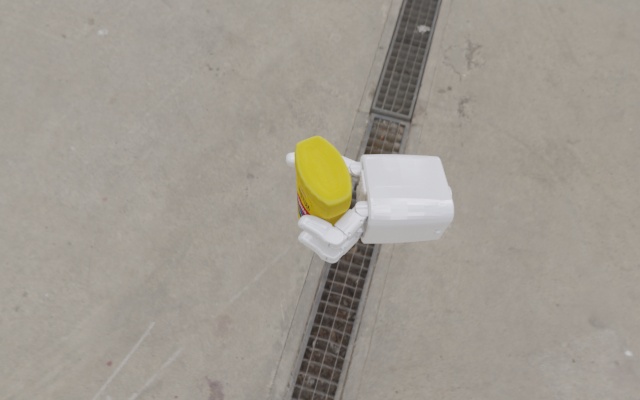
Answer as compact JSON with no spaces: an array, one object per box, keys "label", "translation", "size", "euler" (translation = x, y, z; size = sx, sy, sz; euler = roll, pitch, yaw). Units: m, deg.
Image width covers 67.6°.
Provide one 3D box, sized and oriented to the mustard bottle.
[{"label":"mustard bottle","translation":[0.000,0.002,0.640],"size":[0.058,0.096,0.192],"euler":[-24,-22,-12]}]
